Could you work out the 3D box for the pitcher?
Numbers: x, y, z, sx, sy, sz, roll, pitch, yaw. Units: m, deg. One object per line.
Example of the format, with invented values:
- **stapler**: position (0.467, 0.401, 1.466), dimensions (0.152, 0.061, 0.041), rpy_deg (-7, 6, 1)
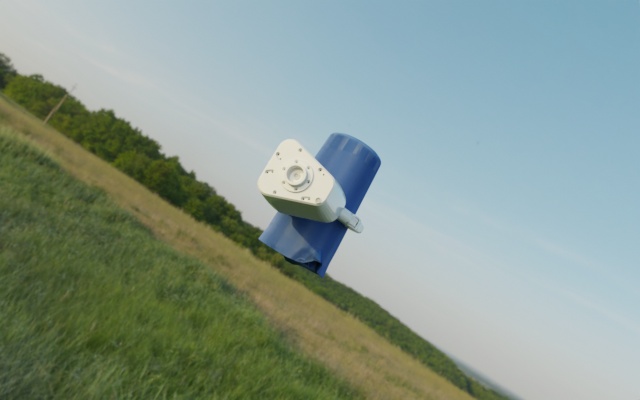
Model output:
- **pitcher**: position (0.000, 0.003, 0.862), dimensions (0.149, 0.243, 0.145), rpy_deg (29, -7, 16)
